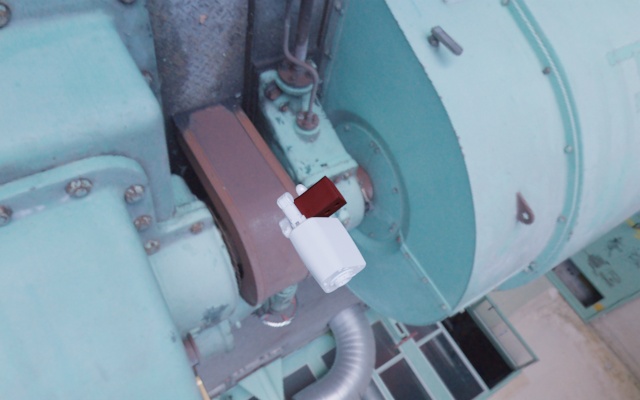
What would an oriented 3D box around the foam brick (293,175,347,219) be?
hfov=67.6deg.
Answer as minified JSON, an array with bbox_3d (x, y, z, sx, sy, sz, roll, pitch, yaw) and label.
[{"bbox_3d":[0.000,0.003,0.873,0.078,0.051,0.053,-38,-24,9],"label":"foam brick"}]
